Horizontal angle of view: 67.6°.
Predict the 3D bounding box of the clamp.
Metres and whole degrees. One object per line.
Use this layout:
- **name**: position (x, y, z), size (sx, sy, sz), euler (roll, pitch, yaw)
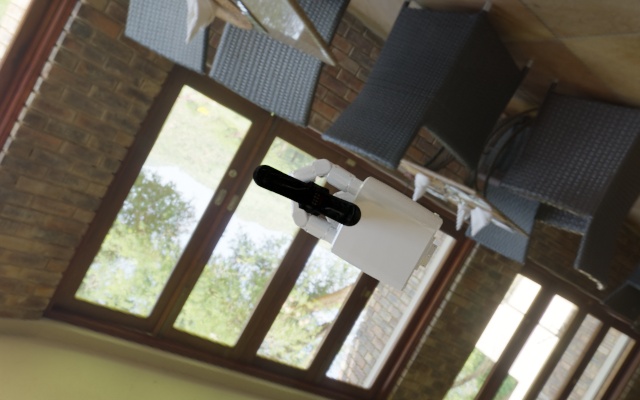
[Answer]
- **clamp**: position (0.000, 0.002, 0.558), size (0.120, 0.039, 0.171), euler (30, 3, 15)
